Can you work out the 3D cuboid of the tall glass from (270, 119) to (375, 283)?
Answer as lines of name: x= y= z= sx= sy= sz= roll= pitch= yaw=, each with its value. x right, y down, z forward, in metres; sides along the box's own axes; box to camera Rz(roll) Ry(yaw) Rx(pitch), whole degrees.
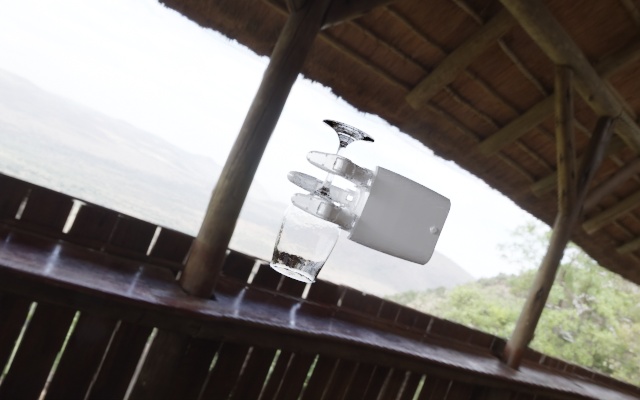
tall glass: x=0.000 y=0.001 z=0.616 sx=0.079 sy=0.201 sz=0.079 roll=22 pitch=-1 yaw=0
